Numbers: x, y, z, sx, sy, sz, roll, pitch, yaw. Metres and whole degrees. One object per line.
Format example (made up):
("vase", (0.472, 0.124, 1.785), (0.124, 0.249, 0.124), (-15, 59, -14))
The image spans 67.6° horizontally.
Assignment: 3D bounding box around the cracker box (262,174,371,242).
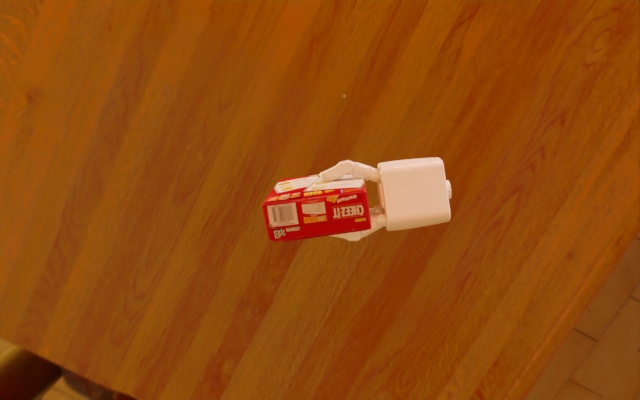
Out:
("cracker box", (0.000, 0.003, 0.830), (0.164, 0.072, 0.213), (-8, 12, 5))
